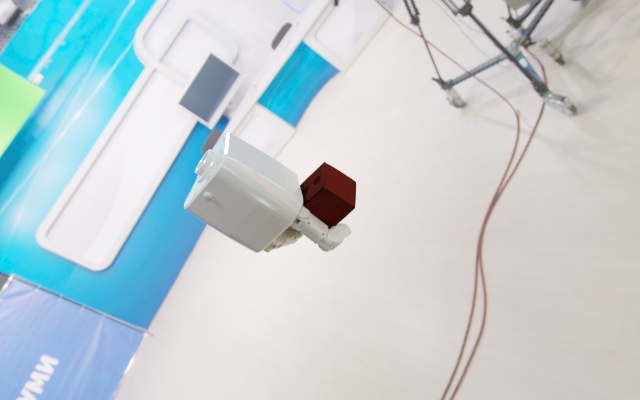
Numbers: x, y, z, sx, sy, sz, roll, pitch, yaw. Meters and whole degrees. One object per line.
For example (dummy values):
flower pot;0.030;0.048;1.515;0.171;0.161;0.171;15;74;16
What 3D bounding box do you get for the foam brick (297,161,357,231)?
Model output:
foam brick;0.000;0.002;0.588;0.051;0.053;0.078;34;-57;-22
